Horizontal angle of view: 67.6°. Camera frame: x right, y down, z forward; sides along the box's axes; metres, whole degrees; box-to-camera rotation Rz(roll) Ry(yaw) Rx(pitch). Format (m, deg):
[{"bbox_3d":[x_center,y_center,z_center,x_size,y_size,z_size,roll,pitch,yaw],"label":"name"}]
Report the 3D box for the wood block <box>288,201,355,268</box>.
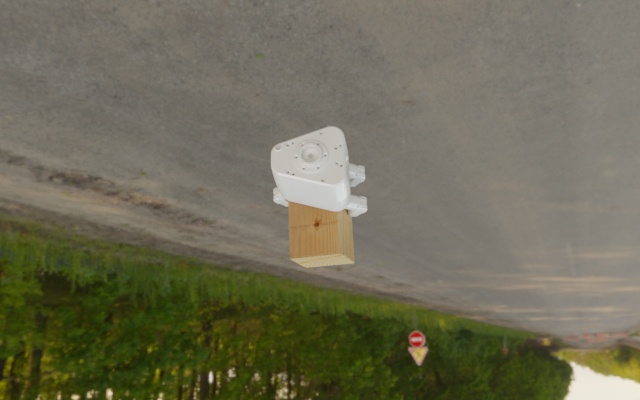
[{"bbox_3d":[0.000,0.003,0.821,0.091,0.206,0.090,-7,-19,16],"label":"wood block"}]
